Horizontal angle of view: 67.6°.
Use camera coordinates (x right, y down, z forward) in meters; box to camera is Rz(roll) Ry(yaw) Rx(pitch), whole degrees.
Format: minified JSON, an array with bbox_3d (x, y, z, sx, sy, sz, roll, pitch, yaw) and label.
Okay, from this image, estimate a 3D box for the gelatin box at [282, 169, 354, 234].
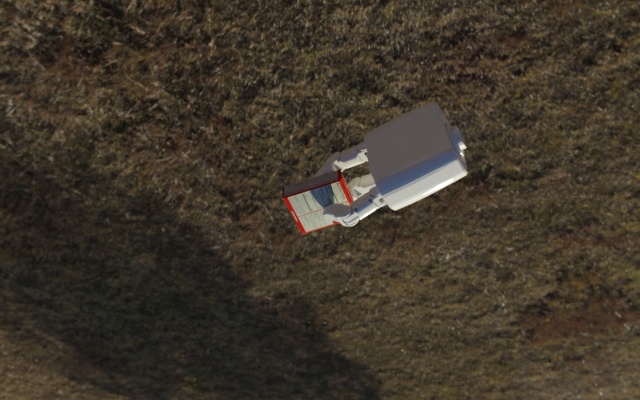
[{"bbox_3d":[0.000,0.003,0.682,0.089,0.073,0.030,-18,36,12],"label":"gelatin box"}]
